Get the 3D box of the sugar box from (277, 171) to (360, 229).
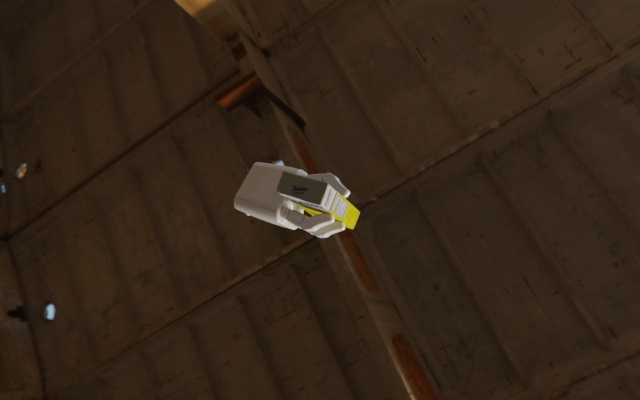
[{"bbox_3d":[0.000,0.003,0.872,0.093,0.048,0.176,16,-7,27],"label":"sugar box"}]
